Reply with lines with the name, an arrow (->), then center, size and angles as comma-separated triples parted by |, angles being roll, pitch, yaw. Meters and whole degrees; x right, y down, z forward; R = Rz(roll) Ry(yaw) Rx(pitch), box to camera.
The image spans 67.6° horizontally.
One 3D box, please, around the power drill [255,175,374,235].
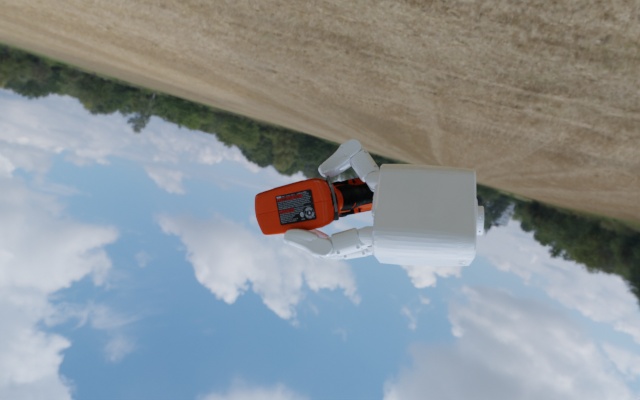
power drill -> 0.000, 0.002, 0.628 | 0.184, 0.057, 0.187 | -14, 0, 32
